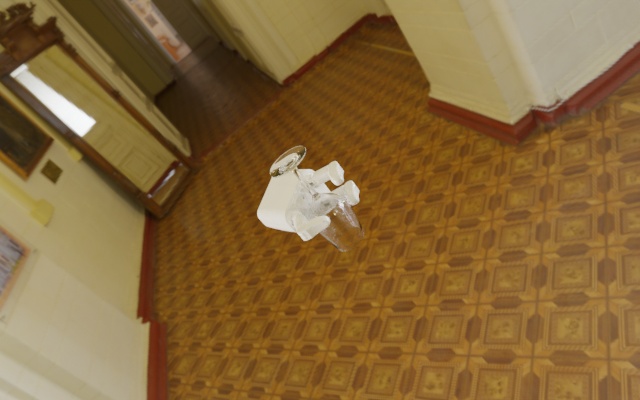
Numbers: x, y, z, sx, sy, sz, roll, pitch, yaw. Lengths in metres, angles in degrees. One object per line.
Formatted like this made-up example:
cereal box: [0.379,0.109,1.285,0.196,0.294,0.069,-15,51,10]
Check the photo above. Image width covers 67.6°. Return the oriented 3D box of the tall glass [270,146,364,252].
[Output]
tall glass: [0.000,0.002,0.836,0.079,0.079,0.201,0,-43,50]
